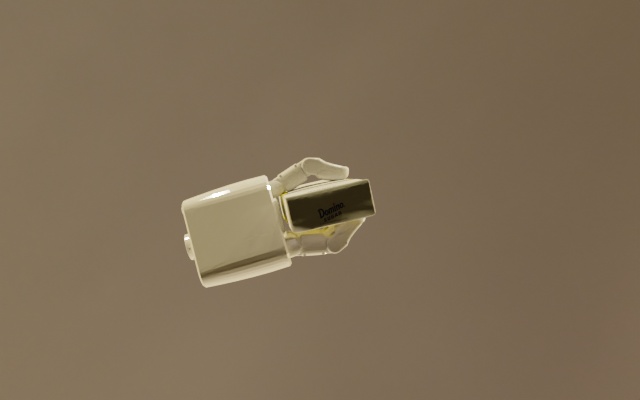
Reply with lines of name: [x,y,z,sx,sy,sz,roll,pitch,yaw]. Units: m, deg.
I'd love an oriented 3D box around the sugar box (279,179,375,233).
sugar box: [0.000,0.002,0.582,0.093,0.048,0.176,-13,7,-6]
